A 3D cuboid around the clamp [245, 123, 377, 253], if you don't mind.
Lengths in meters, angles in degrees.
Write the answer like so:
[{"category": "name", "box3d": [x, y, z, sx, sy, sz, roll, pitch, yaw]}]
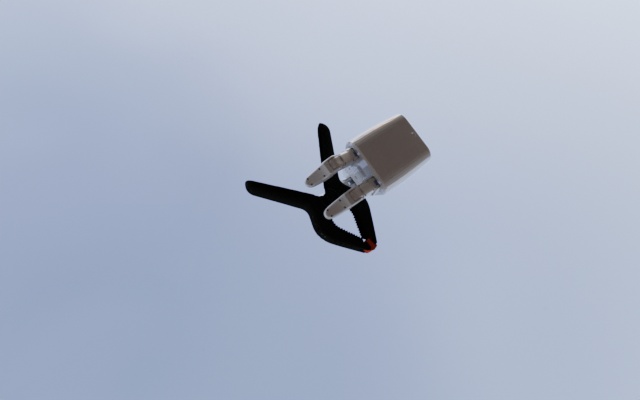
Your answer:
[{"category": "clamp", "box3d": [0.000, 0.003, 0.723, 0.164, 0.210, 0.036, -34, -6, -18]}]
